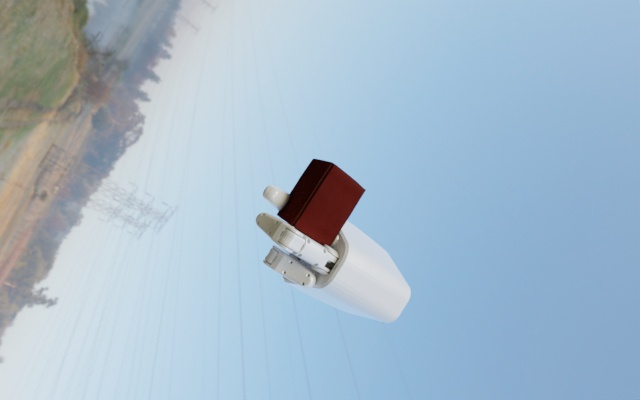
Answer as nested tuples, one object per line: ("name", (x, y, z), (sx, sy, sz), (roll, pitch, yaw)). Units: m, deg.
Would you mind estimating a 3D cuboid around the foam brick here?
("foam brick", (0.000, 0.001, 0.513), (0.051, 0.078, 0.053), (34, -3, -26))
